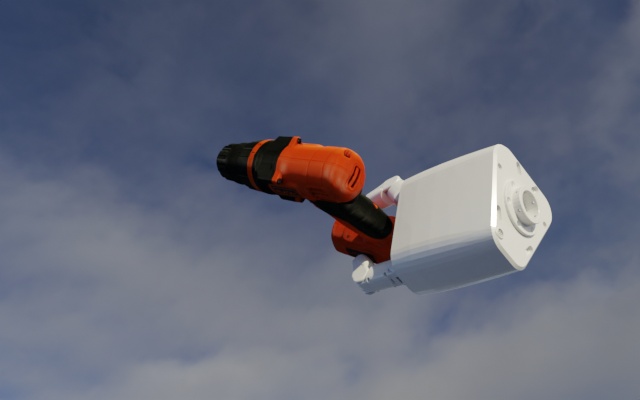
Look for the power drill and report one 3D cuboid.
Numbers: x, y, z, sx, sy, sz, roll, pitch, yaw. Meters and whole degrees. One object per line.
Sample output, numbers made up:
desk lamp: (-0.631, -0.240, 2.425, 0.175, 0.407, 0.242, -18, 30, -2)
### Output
power drill: (0.001, 0.002, 0.496, 0.184, 0.057, 0.188, 12, -18, 44)
